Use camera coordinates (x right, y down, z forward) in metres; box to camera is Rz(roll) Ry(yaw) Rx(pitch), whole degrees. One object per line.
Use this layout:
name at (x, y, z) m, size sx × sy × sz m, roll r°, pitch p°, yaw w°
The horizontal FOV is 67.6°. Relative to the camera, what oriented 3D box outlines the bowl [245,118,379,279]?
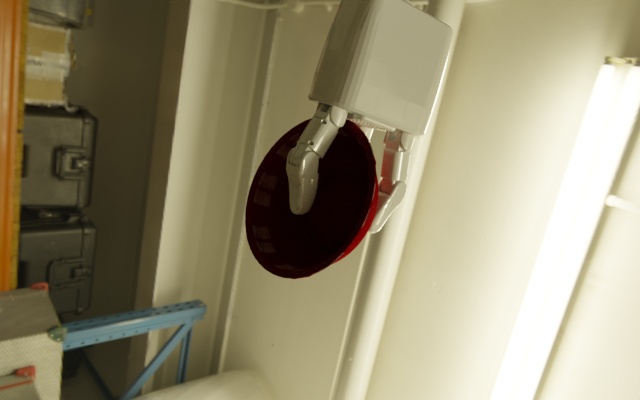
bowl at (0.000, 0.003, 0.468) m, size 0.162 × 0.162 × 0.055 m, roll 0°, pitch -18°, yaw 41°
